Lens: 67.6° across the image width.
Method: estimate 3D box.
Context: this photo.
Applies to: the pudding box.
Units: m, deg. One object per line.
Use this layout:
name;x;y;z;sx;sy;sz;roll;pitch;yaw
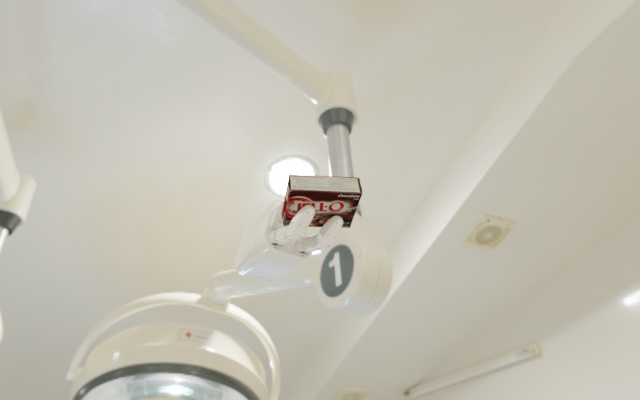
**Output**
pudding box;0.000;0.002;0.743;0.113;0.039;0.090;0;-37;-12
